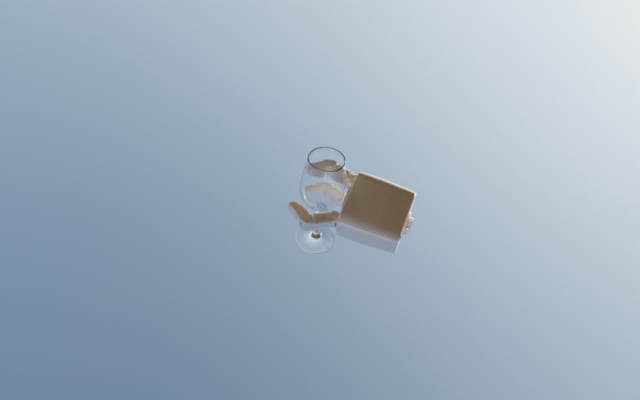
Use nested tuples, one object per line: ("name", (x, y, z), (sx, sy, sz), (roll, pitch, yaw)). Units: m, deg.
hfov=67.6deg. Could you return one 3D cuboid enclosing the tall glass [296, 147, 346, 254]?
("tall glass", (0.000, 0.003, 0.833), (0.079, 0.079, 0.201), (0, -44, -8))
